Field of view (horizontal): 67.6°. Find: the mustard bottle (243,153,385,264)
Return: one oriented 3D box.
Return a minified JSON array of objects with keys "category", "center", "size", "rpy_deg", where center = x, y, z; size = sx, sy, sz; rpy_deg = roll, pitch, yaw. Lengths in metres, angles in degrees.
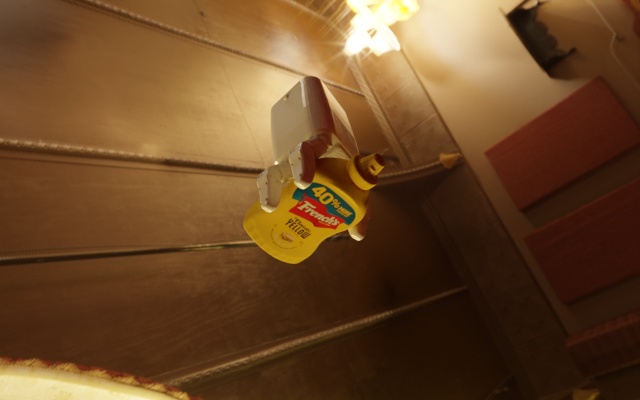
[{"category":"mustard bottle","center":[0.000,0.002,0.574],"size":[0.096,0.058,0.192],"rpy_deg":[41,-56,-20]}]
